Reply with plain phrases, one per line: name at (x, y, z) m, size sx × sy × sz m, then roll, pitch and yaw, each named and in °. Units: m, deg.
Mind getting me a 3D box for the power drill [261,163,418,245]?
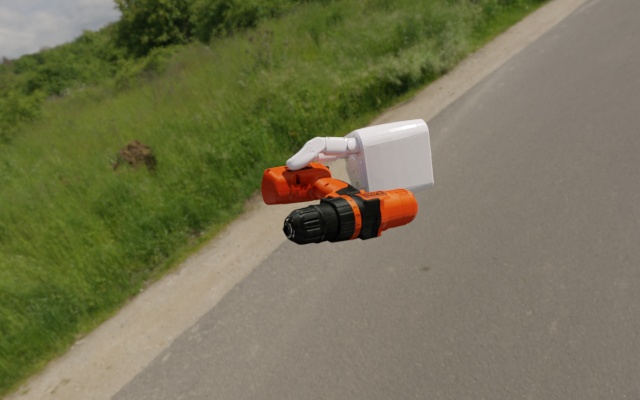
power drill at (0.000, 0.002, 0.609) m, size 0.184 × 0.057 × 0.187 m, roll -7°, pitch 21°, yaw -34°
